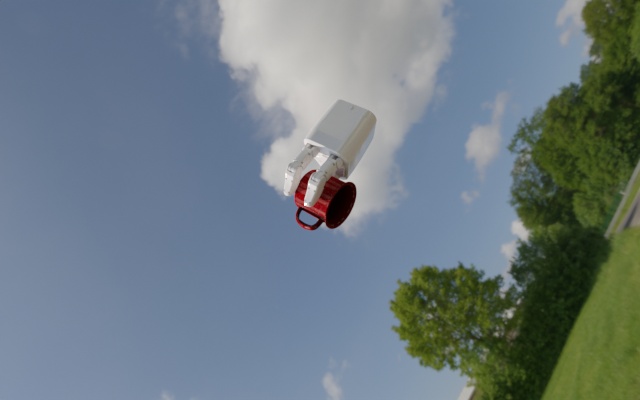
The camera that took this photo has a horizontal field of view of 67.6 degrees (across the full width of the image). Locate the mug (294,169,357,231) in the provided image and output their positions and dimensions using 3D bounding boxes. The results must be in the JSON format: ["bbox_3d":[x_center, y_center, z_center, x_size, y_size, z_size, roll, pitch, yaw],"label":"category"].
[{"bbox_3d":[-0.001,0.004,0.871,0.081,0.117,0.093,27,-18,29],"label":"mug"}]
